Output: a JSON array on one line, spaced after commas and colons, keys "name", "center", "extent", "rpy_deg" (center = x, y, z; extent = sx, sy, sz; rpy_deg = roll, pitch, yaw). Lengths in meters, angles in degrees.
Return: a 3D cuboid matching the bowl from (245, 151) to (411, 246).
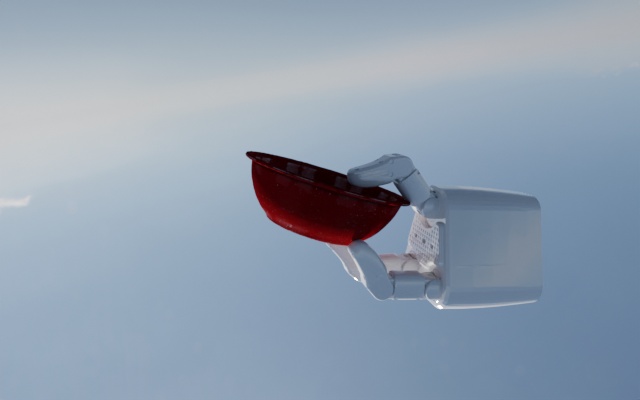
[{"name": "bowl", "center": [-0.001, 0.002, 0.456], "extent": [0.162, 0.055, 0.162], "rpy_deg": [17, 8, -3]}]
